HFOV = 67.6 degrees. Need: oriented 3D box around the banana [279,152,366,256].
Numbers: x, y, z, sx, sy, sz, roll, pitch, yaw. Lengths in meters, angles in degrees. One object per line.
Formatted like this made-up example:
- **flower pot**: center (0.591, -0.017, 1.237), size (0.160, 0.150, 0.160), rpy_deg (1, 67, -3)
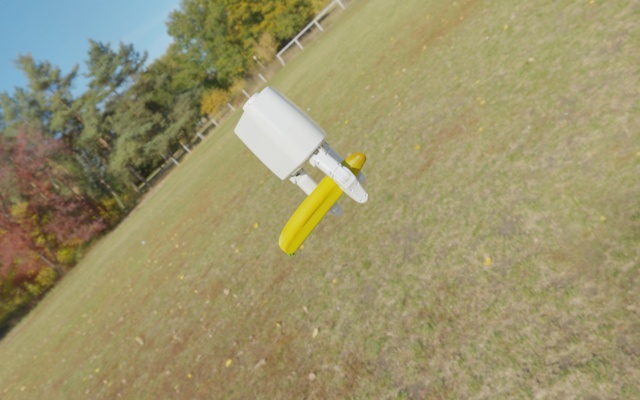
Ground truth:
- **banana**: center (-0.006, 0.009, 0.688), size (0.037, 0.198, 0.069), rpy_deg (39, 16, 2)
